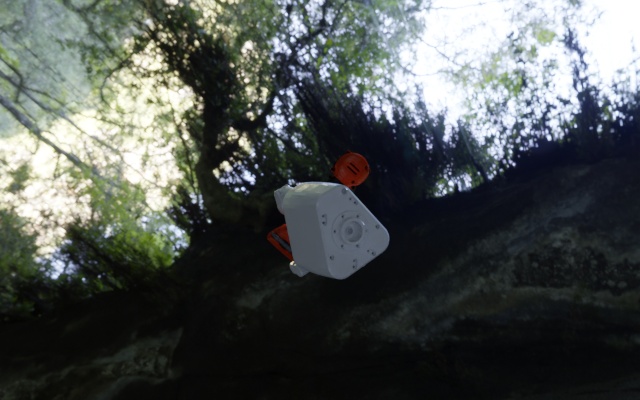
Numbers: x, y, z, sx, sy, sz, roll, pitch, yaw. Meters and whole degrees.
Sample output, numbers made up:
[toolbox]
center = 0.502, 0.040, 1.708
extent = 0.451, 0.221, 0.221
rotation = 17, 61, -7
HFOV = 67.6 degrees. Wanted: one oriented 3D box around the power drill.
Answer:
[power drill]
center = 0.000, 0.003, 0.750
extent = 0.057, 0.187, 0.184
rotation = 40, 1, 1
